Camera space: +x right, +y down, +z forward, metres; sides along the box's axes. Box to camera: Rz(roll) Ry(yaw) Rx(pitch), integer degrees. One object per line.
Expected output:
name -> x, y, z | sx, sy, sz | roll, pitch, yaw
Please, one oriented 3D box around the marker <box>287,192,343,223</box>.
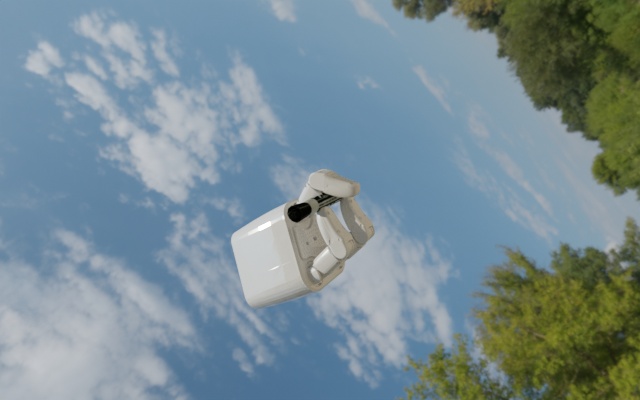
marker -> 0.000, 0.002, 0.545 | 0.020, 0.020, 0.121 | 0, 14, 31
